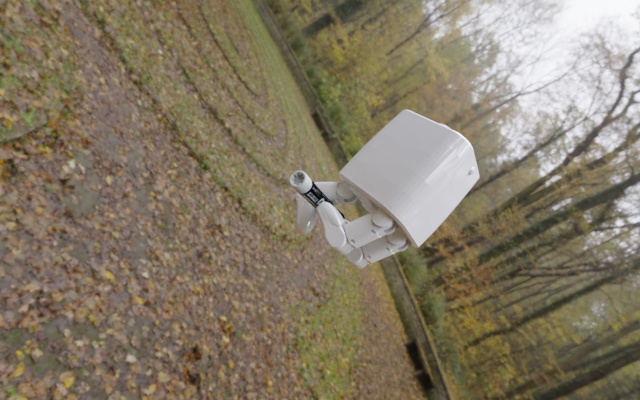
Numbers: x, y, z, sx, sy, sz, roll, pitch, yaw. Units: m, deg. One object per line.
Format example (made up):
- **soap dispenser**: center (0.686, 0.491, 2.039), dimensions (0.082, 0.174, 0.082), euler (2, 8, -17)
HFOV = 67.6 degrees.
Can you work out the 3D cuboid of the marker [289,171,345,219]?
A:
- **marker**: center (0.000, 0.002, 0.518), dimensions (0.020, 0.020, 0.121), euler (0, -23, 24)
